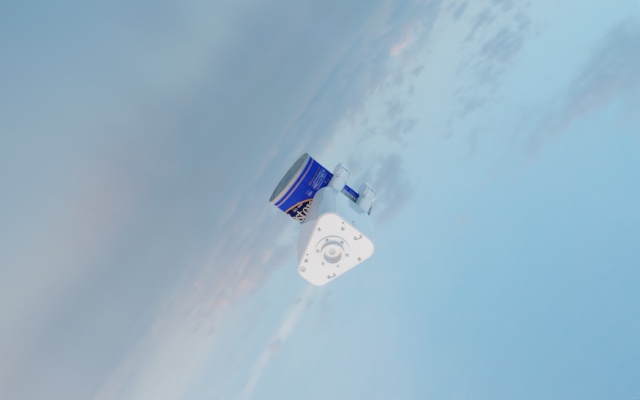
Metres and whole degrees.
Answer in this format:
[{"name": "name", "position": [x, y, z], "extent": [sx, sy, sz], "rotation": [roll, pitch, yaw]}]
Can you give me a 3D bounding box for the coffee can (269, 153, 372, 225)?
[{"name": "coffee can", "position": [0.000, 0.003, 0.803], "extent": [0.140, 0.103, 0.103], "rotation": [37, -9, -12]}]
